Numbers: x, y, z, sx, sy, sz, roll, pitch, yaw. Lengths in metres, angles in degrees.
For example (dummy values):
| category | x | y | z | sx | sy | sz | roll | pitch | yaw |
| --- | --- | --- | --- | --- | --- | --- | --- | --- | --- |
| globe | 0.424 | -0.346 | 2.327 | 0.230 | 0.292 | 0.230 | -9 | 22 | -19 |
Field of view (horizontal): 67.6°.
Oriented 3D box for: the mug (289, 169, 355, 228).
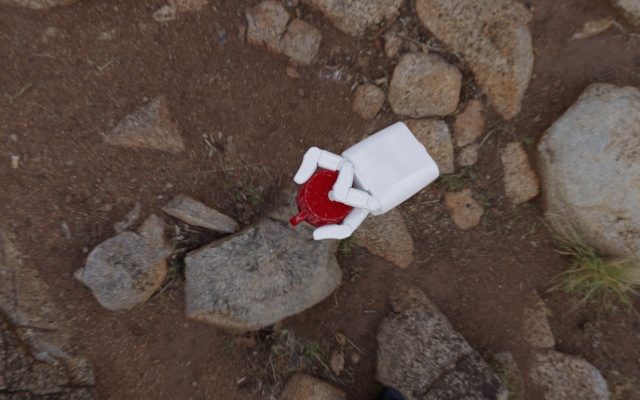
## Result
| category | x | y | z | sx | sy | sz | roll | pitch | yaw |
| --- | --- | --- | --- | --- | --- | --- | --- | --- | --- |
| mug | -0.001 | 0.003 | 0.756 | 0.117 | 0.093 | 0.081 | -33 | -2 | -8 |
